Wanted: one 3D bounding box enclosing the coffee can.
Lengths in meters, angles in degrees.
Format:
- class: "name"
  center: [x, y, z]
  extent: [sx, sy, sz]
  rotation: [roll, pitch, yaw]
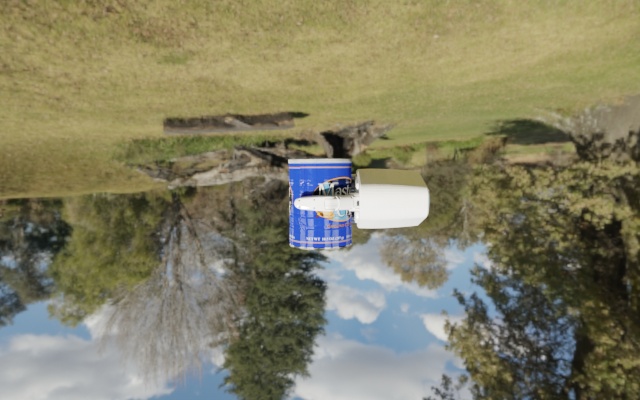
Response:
- class: "coffee can"
  center: [0.000, 0.002, 0.773]
  extent: [0.103, 0.140, 0.103]
  rotation: [0, 4, 0]
